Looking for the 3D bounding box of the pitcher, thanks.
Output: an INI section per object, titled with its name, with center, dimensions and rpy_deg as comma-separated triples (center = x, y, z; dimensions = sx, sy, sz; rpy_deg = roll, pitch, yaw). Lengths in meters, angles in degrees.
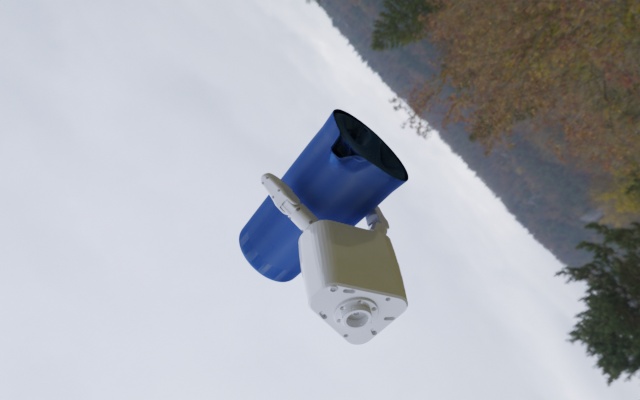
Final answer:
[pitcher]
center = 0.000, 0.002, 0.677
dimensions = 0.149, 0.243, 0.145
rpy_deg = 31, 26, -28
